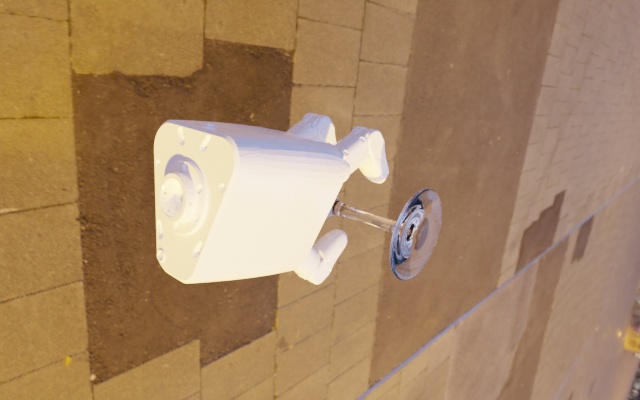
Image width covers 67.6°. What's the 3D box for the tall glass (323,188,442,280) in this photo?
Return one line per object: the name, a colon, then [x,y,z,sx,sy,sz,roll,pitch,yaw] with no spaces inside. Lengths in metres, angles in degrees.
tall glass: [0.001,0.002,0.428,0.201,0.079,0.079,19,12,37]
